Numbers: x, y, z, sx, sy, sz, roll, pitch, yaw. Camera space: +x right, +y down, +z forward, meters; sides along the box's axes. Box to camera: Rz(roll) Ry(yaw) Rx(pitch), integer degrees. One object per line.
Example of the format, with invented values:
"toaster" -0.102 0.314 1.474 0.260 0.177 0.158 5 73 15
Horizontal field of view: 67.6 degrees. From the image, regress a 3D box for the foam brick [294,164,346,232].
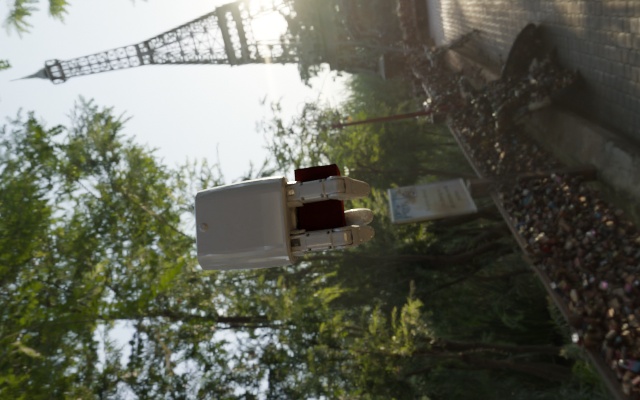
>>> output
"foam brick" 0.000 0.002 0.560 0.051 0.078 0.053 -7 -11 6
